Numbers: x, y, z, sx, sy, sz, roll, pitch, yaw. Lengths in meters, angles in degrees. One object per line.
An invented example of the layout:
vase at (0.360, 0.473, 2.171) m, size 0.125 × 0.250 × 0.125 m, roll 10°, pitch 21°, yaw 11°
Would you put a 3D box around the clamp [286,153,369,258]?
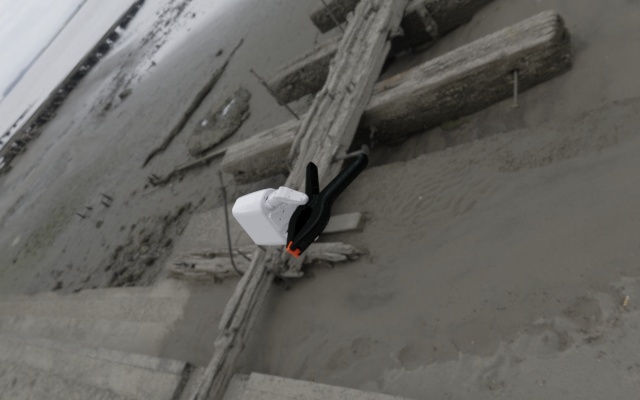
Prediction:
clamp at (-0.001, 0.003, 0.853) m, size 0.036 × 0.210 × 0.164 m, roll 38°, pitch -31°, yaw -29°
